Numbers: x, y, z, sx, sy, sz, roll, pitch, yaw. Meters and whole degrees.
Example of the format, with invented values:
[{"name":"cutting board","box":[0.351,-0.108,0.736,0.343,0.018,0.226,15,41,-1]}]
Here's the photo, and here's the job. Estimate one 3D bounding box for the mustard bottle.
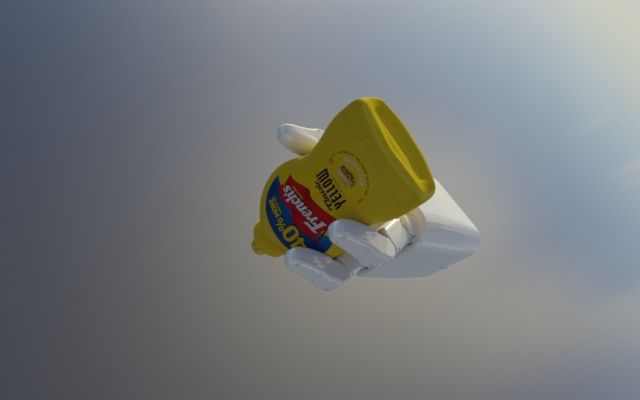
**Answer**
[{"name":"mustard bottle","box":[0.000,0.001,0.421,0.192,0.096,0.058,-36,-8,37]}]
